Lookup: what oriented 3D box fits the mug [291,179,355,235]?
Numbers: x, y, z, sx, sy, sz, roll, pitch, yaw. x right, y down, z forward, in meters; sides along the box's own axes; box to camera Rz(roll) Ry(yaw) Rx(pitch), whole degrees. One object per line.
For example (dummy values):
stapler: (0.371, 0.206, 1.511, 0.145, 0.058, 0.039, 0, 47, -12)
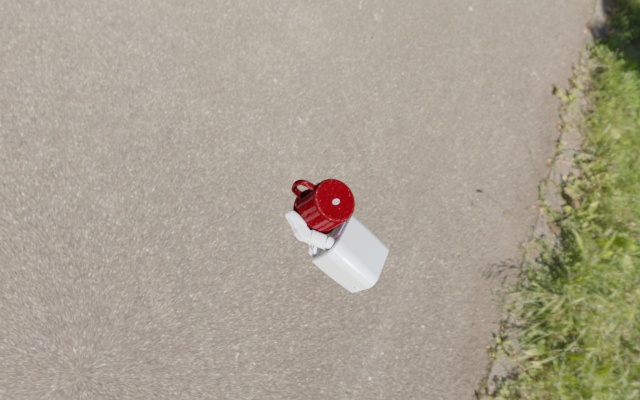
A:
mug: (-0.001, 0.002, 0.854, 0.117, 0.093, 0.081, 41, -31, -10)
